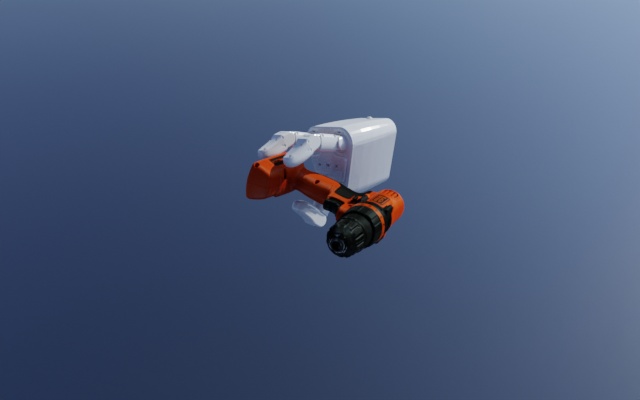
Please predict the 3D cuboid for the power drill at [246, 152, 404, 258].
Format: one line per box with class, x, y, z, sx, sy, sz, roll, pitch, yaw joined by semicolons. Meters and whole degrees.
power drill;0.000;0.002;0.614;0.187;0.057;0.184;25;22;20
